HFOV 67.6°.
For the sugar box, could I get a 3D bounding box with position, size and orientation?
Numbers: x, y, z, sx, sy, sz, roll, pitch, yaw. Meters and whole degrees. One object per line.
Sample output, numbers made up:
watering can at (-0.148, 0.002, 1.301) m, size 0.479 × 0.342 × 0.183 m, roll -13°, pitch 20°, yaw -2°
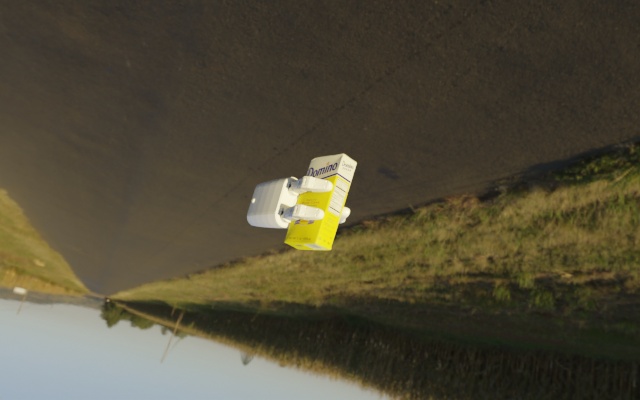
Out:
sugar box at (0.000, 0.003, 0.880) m, size 0.048 × 0.176 × 0.093 m, roll 28°, pitch -21°, yaw -38°
